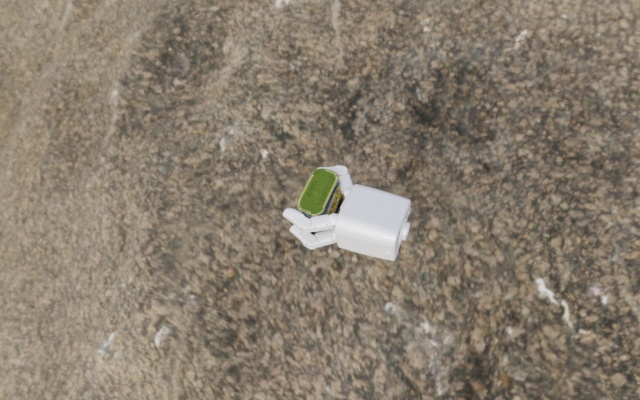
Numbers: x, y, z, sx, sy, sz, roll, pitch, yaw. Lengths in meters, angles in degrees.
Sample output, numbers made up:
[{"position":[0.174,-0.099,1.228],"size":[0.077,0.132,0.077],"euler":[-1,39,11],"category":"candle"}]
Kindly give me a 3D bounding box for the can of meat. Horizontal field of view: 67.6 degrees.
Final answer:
[{"position":[0.000,0.003,0.876],"size":[0.057,0.102,0.084],"euler":[18,-26,17],"category":"can of meat"}]
